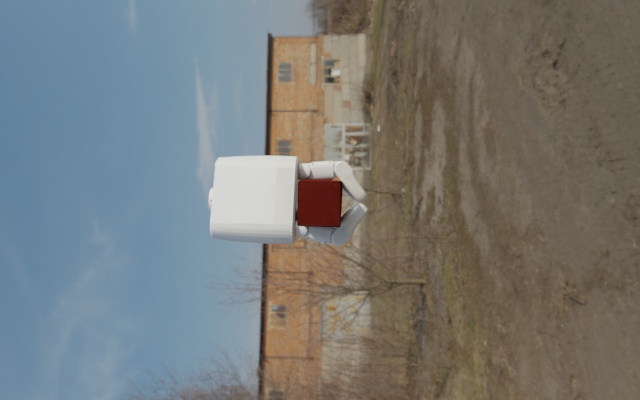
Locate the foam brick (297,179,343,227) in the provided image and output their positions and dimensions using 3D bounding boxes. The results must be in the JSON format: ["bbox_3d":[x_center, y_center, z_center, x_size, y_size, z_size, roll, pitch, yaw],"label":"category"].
[{"bbox_3d":[0.000,0.002,0.577,0.051,0.053,0.078,2,4,2],"label":"foam brick"}]
